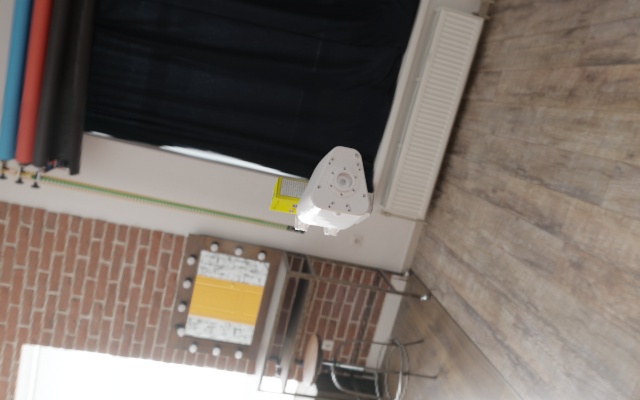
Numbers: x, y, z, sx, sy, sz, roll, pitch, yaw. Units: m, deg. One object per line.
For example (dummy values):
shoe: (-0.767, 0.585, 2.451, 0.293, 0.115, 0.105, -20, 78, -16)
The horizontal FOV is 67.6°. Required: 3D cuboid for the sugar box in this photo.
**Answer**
sugar box: (0.000, 0.003, 0.874, 0.176, 0.048, 0.093, 12, -17, -10)
